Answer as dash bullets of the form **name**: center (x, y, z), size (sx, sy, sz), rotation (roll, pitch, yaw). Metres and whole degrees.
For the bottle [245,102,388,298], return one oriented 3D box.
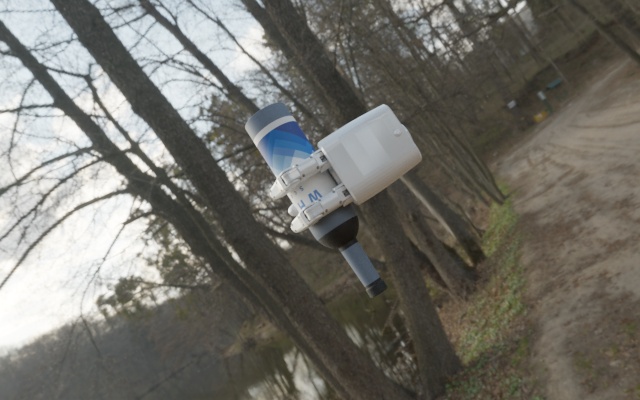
- **bottle**: center (0.000, 0.002, 0.662), size (0.069, 0.295, 0.069), rotation (-32, -8, -5)
